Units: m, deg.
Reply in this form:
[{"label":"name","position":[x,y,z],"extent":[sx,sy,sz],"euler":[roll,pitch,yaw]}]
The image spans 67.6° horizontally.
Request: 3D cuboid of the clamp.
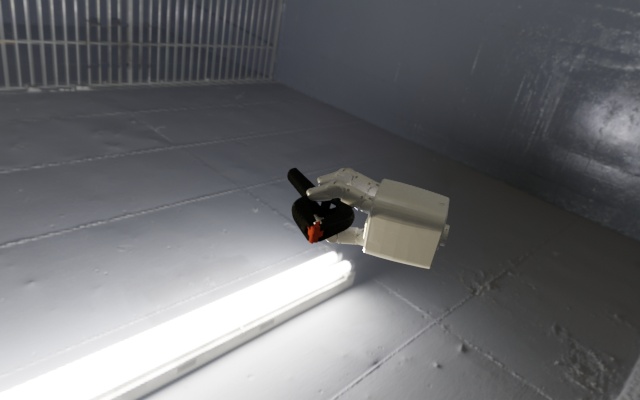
[{"label":"clamp","position":[0.000,0.003,0.747],"extent":[0.164,0.036,0.210],"euler":[13,26,12]}]
